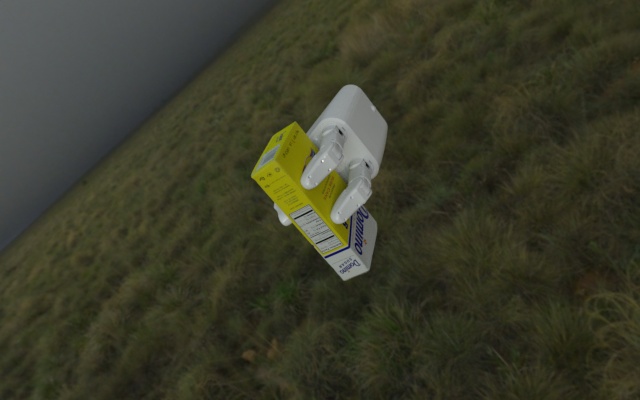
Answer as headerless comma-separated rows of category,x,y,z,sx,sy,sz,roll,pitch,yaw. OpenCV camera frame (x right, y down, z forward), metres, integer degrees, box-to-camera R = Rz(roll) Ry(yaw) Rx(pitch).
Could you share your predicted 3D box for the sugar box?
sugar box,0.000,0.001,0.567,0.048,0.176,0.093,-30,24,31
